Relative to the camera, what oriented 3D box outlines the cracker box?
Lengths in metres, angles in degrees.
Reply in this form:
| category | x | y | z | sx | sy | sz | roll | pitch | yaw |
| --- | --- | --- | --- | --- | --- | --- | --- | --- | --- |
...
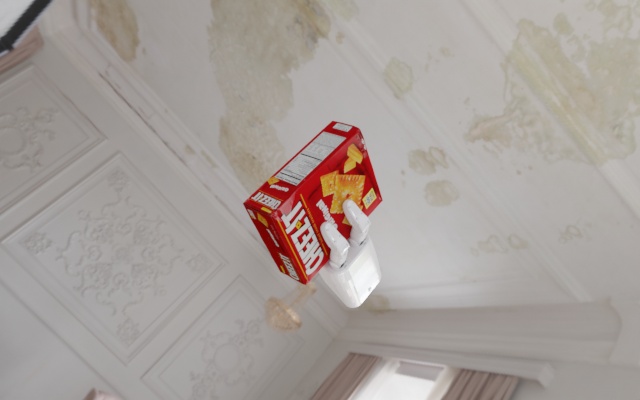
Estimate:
| category | x | y | z | sx | sy | sz | roll | pitch | yaw |
| --- | --- | --- | --- | --- | --- | --- | --- | --- | --- |
| cracker box | 0.000 | 0.002 | 0.766 | 0.072 | 0.164 | 0.213 | 20 | 55 | 40 |
